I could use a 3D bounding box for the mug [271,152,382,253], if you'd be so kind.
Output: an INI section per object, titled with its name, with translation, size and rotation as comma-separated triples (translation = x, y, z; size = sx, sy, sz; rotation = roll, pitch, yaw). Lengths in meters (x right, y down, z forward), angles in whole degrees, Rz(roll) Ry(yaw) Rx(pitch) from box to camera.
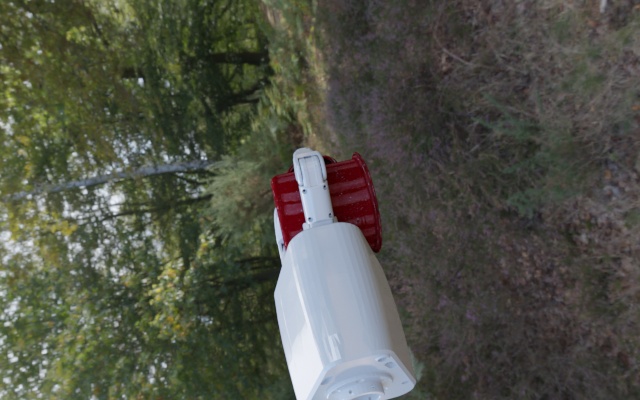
[mug]
translation = 0.000, 0.000, 0.436
size = 0.081, 0.117, 0.093
rotation = -12, -40, -5
